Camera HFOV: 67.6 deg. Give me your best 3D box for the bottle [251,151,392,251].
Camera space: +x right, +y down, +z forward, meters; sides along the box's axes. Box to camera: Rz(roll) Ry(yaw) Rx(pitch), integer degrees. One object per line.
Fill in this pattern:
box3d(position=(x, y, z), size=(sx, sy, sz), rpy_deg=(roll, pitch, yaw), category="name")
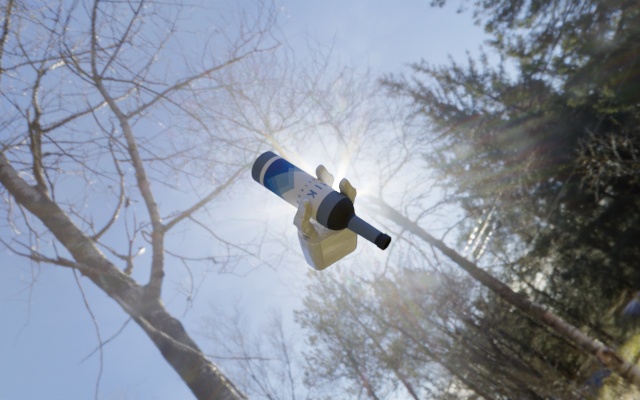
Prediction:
box3d(position=(0.000, 0.003, 0.857), size=(0.295, 0.069, 0.069), rpy_deg=(32, 16, 28), category="bottle")
